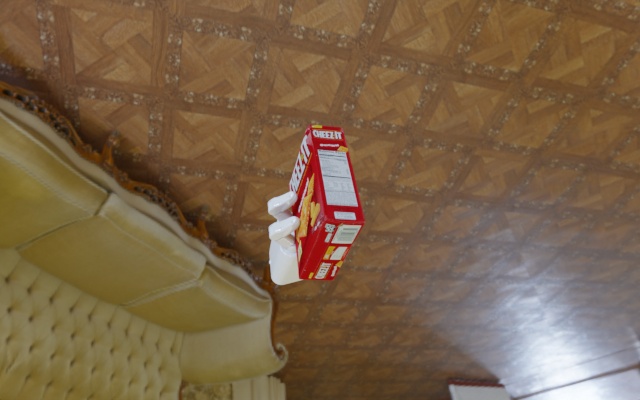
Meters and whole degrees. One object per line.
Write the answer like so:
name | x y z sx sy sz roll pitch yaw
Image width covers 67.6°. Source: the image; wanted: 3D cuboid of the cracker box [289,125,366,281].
cracker box | 0.000 0.003 0.811 0.072 0.213 0.164 5 -42 -17
